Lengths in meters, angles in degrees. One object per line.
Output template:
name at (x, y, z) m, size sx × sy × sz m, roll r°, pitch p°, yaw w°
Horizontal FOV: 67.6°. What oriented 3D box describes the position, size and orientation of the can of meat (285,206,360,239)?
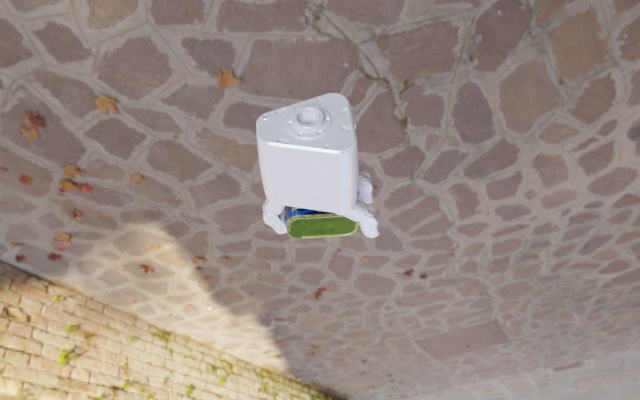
can of meat at (0.000, 0.002, 0.646) m, size 0.102 × 0.084 × 0.057 m, roll -3°, pitch -36°, yaw -5°
